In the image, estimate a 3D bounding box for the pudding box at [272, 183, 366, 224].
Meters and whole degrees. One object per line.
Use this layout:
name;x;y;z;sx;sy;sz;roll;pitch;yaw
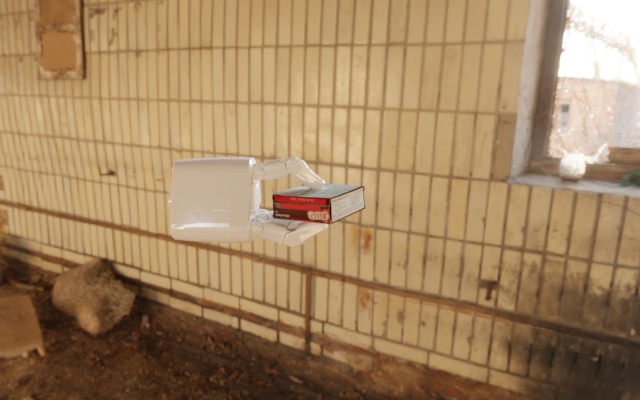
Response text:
pudding box;0.000;0.002;0.660;0.090;0.039;0.113;5;14;28
